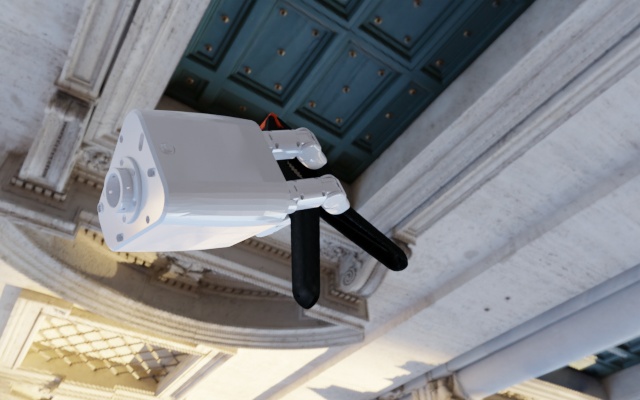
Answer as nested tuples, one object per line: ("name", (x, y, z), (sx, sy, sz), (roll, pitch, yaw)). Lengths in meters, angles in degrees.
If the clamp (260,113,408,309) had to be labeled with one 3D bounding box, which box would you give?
("clamp", (-0.001, 0.002, 0.485), (0.164, 0.210, 0.036), (1, -36, -48))
